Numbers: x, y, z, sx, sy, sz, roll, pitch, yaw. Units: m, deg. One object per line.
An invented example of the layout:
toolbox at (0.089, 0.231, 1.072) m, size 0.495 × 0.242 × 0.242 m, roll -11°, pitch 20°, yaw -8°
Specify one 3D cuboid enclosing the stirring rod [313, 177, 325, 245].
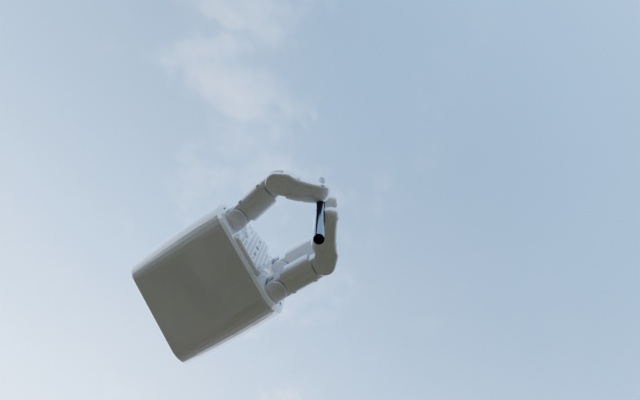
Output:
stirring rod at (0.000, 0.001, 0.449) m, size 0.011 × 0.011 × 0.239 m, roll 0°, pitch 12°, yaw 1°
